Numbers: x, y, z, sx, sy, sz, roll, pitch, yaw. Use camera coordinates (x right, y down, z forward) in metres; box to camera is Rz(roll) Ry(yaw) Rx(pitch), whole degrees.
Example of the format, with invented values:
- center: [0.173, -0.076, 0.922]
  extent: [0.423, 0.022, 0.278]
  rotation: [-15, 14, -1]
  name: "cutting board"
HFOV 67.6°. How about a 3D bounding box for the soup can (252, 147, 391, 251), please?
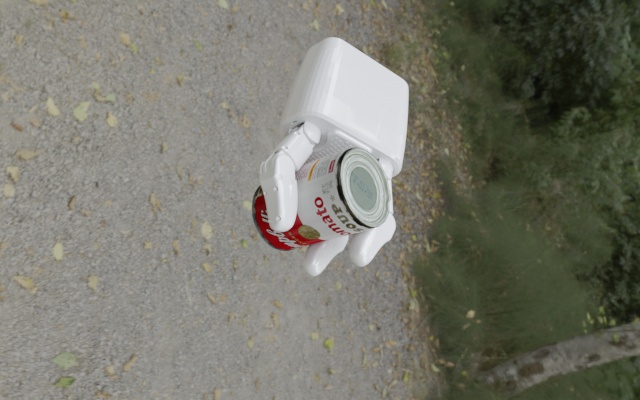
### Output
- center: [0.000, 0.002, 0.406]
  extent: [0.102, 0.068, 0.068]
  rotation: [-18, -12, 40]
  name: "soup can"
